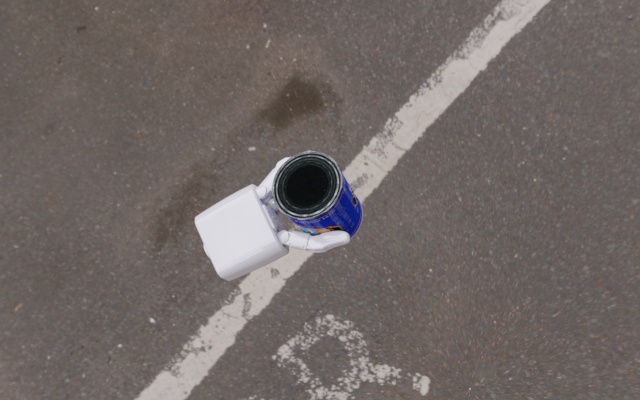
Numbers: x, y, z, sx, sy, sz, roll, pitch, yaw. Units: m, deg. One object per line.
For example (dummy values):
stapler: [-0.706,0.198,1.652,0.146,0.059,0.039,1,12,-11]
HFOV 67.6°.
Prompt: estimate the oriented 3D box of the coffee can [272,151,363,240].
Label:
coffee can: [0.000,0.002,0.716,0.103,0.102,0.140,0,-21,17]
